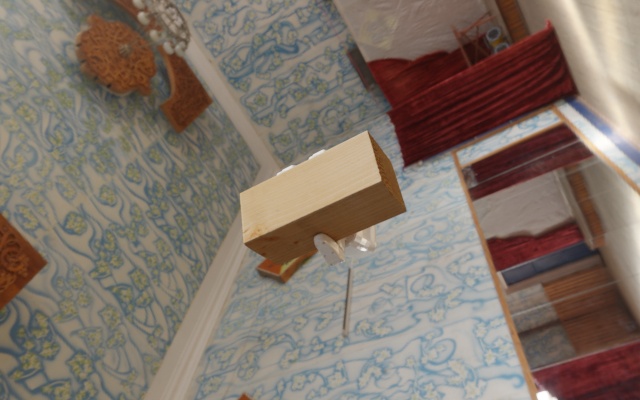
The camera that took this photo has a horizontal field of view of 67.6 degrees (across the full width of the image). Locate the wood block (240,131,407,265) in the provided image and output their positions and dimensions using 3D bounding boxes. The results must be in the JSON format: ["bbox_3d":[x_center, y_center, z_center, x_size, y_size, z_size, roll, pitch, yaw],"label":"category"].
[{"bbox_3d":[0.000,0.003,0.662,0.206,0.090,0.090,-25,-37,19],"label":"wood block"}]
